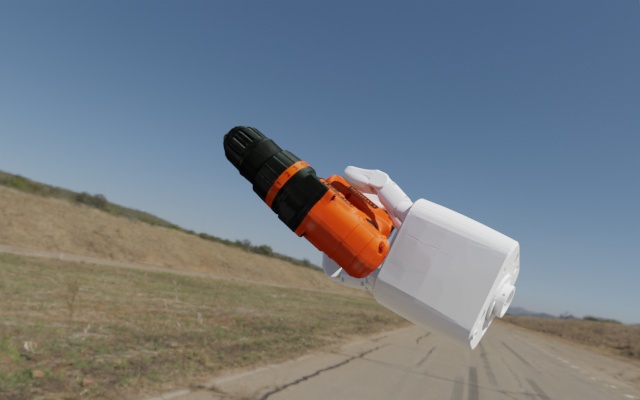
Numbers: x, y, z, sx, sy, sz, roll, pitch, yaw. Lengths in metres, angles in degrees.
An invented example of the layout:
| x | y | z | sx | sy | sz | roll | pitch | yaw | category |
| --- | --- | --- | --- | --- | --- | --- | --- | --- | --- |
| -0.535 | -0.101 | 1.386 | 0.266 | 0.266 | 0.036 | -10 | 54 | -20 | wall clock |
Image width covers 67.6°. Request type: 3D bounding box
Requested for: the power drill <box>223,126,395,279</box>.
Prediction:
| x | y | z | sx | sy | sz | roll | pitch | yaw | category |
| --- | --- | --- | --- | --- | --- | --- | --- | --- | --- |
| 0.000 | 0.002 | 0.490 | 0.184 | 0.057 | 0.187 | 43 | 10 | 14 | power drill |
